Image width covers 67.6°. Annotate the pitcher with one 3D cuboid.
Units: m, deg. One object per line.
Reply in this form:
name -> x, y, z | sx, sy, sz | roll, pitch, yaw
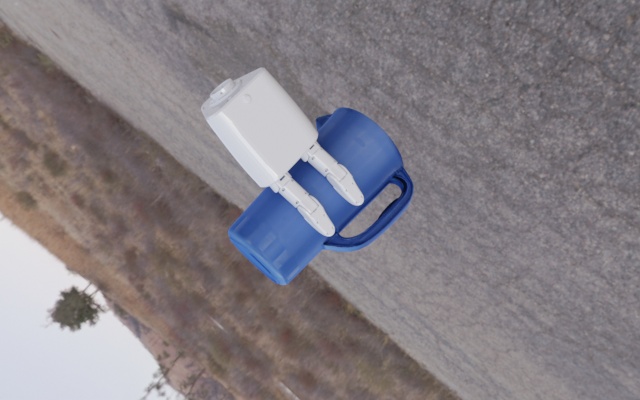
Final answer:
pitcher -> 0.000, 0.002, 0.660 | 0.145, 0.243, 0.149 | 51, -16, -26
